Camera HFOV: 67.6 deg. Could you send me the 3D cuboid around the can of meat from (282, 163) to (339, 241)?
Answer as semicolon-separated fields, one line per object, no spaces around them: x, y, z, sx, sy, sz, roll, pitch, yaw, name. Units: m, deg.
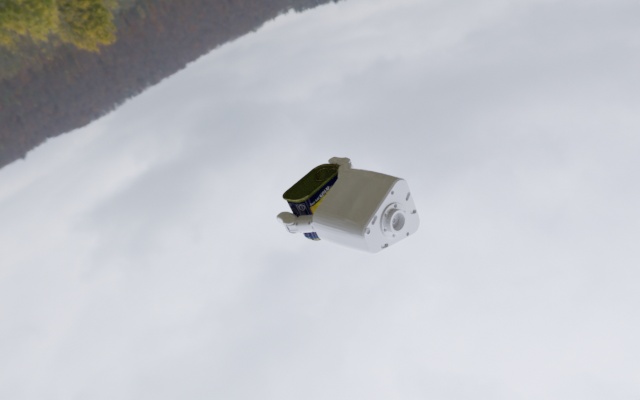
0.000;0.003;0.770;0.057;0.084;0.102;9;42;48;can of meat
